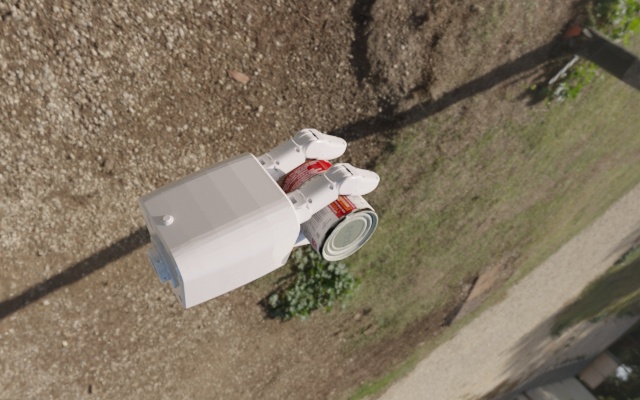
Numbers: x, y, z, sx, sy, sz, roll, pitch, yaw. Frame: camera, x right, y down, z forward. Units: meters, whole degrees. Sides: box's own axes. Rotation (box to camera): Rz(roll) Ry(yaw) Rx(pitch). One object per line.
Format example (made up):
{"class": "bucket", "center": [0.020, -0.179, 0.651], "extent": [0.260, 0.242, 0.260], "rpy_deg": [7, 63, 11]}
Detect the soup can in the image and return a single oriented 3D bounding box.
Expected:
{"class": "soup can", "center": [0.001, 0.002, 0.472], "extent": [0.068, 0.068, 0.102], "rpy_deg": [0, 40, -46]}
